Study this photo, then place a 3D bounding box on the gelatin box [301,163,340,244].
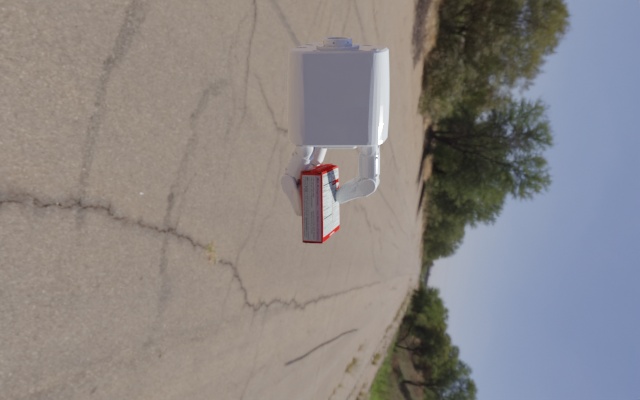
[{"bbox_3d":[0.001,0.002,0.597,0.030,0.089,0.073,2,11,18],"label":"gelatin box"}]
